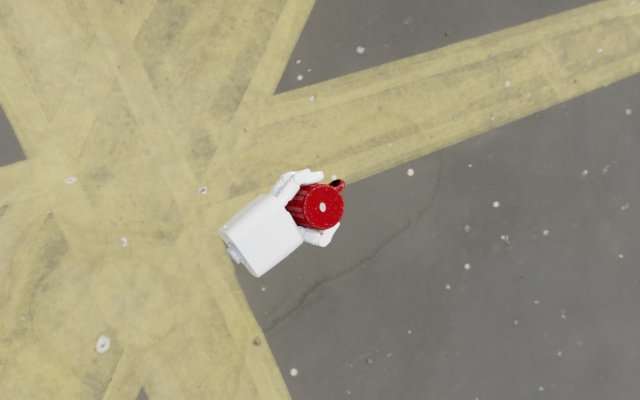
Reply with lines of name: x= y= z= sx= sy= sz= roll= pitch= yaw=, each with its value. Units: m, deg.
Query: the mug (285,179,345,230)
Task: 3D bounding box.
mug: x=0.001 y=0.002 z=0.869 sx=0.117 sy=0.093 sz=0.081 roll=-41 pitch=17 yaw=-16
